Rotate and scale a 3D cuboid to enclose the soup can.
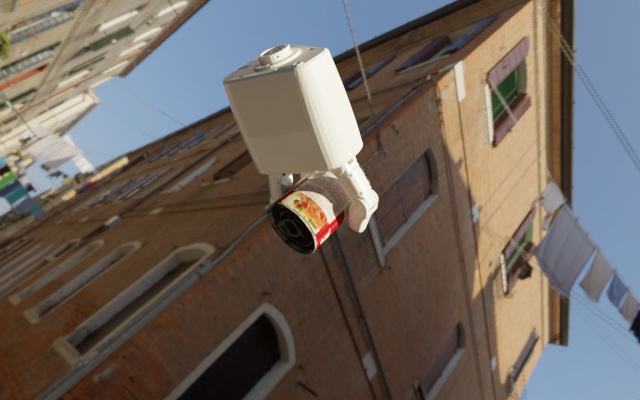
[{"bbox_3d":[0.001,0.002,0.532,0.068,0.068,0.102,0,35,50],"label":"soup can"}]
